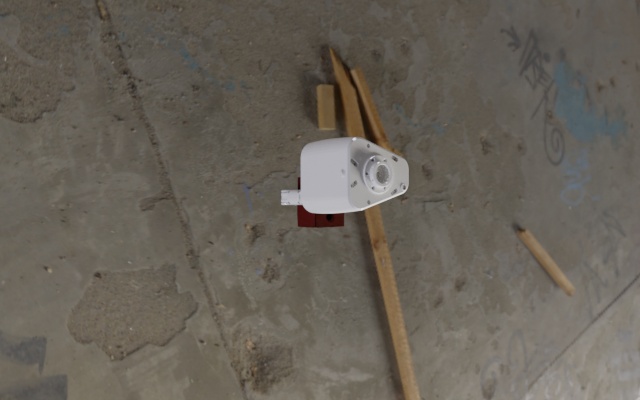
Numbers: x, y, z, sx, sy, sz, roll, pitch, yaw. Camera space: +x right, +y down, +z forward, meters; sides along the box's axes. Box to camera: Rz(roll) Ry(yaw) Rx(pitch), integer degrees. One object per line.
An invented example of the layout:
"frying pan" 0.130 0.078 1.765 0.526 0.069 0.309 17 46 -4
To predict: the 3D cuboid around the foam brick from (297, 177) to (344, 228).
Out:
"foam brick" 0.000 0.003 0.715 0.053 0.078 0.051 0 0 -35
